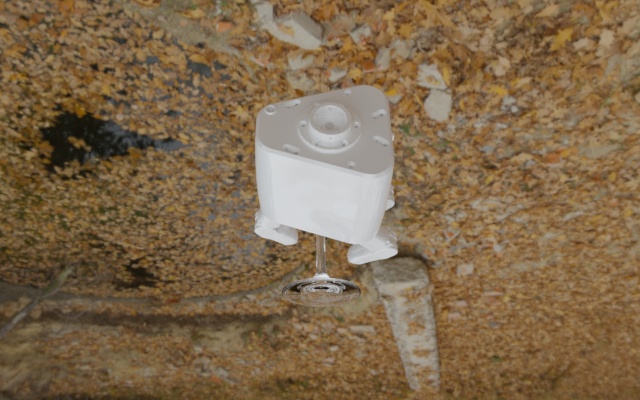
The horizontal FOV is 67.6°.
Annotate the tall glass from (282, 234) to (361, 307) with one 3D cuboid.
[{"bbox_3d":[0.000,0.002,0.496,0.079,0.201,0.079,0,-30,0],"label":"tall glass"}]
